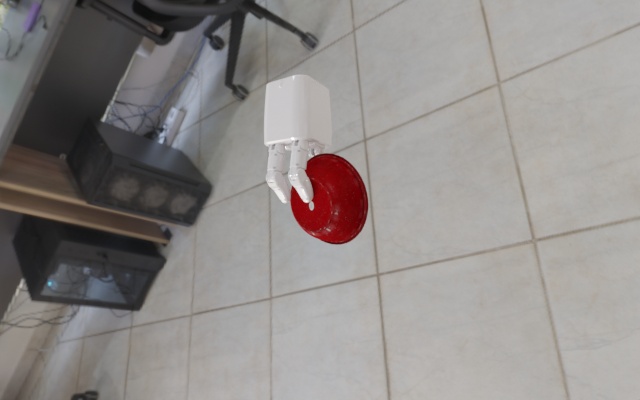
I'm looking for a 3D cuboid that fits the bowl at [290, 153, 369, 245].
[{"bbox_3d":[0.000,0.004,0.808,0.162,0.162,0.055,0,10,41],"label":"bowl"}]
